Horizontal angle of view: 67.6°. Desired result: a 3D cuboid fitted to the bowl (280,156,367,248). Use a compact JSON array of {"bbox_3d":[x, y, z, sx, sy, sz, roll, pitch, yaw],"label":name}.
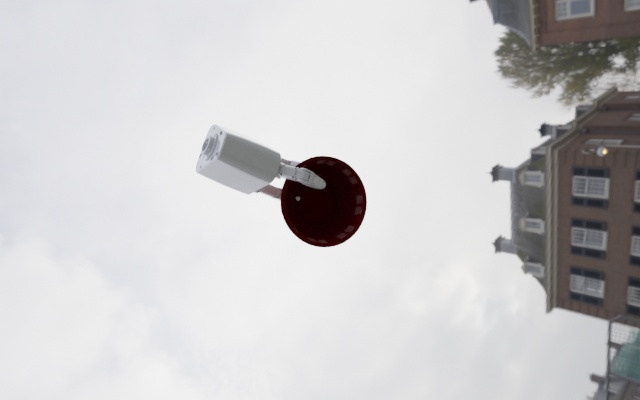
[{"bbox_3d":[0.001,0.004,0.863,0.162,0.162,0.055,0,-3,-18],"label":"bowl"}]
